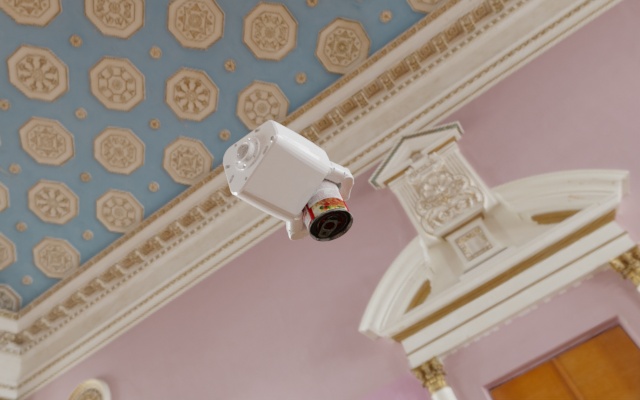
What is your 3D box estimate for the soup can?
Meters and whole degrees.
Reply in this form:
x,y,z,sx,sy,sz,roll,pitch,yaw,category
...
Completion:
x,y,z,sx,sy,sz,roll,pitch,yaw,category
0.000,0.002,0.726,0.068,0.068,0.102,0,44,-26,soup can
